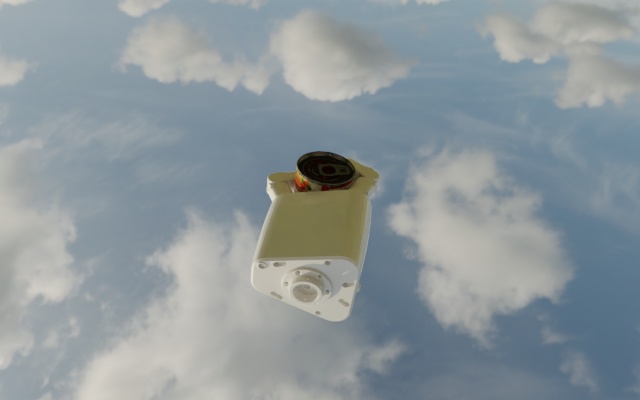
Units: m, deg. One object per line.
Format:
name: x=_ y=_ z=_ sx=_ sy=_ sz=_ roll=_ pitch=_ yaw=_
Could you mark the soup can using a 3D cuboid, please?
soup can: x=0.000 y=0.002 z=0.573 sx=0.068 sy=0.102 sz=0.068 roll=6 pitch=37 yaw=-4
